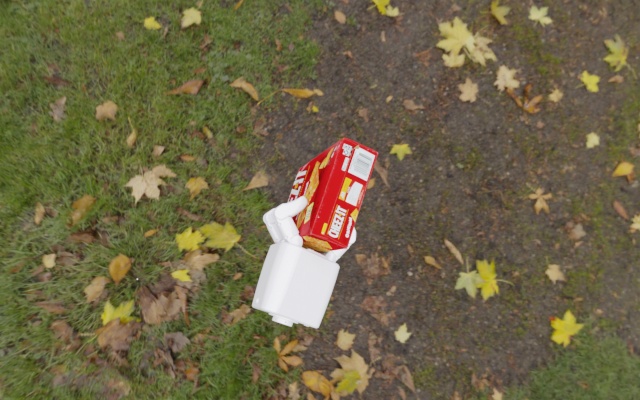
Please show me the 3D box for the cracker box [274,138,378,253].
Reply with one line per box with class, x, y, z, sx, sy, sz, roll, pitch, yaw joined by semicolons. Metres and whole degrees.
cracker box;0.000;0.003;0.807;0.072;0.164;0.214;24;-16;-16
